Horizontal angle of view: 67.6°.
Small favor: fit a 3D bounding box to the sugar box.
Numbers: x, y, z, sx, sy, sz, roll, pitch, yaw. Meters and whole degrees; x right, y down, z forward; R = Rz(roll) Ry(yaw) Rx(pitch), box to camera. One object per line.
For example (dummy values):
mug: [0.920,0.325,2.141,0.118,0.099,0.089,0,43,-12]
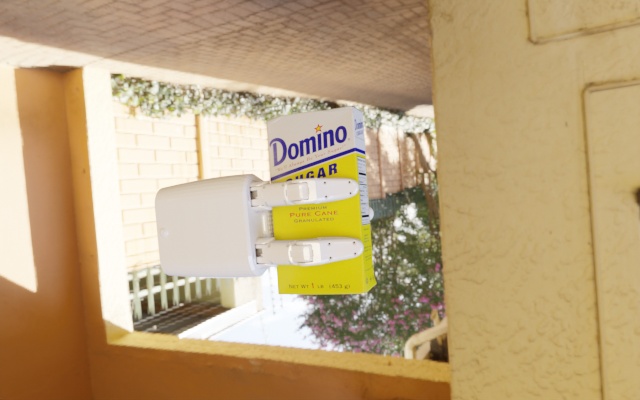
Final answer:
sugar box: [0.000,0.002,0.471,0.093,0.176,0.048,-5,1,20]
